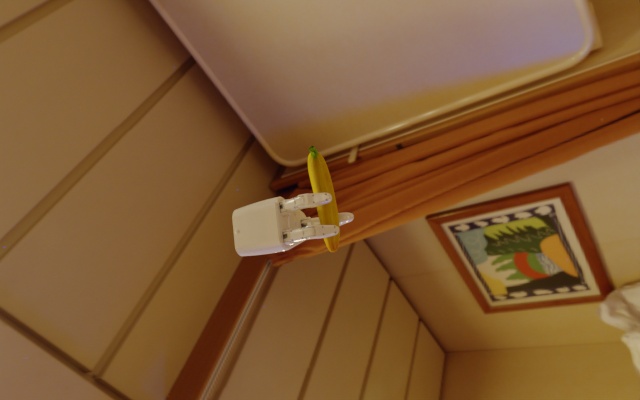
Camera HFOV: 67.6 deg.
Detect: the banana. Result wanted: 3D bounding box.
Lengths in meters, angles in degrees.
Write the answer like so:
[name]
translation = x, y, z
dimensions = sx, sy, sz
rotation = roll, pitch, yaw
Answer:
[banana]
translation = 0.004, -0.005, 0.877
dimensions = 0.037, 0.198, 0.069
rotation = -10, 13, 18
